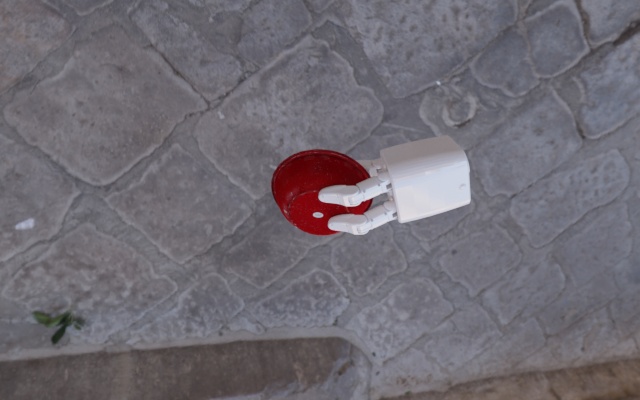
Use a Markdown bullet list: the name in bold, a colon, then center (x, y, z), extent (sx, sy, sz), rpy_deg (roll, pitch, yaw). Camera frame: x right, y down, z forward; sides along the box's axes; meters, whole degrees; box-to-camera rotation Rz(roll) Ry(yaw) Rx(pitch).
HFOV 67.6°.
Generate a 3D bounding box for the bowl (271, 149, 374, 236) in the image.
- **bowl**: center (-0.001, 0.003, 0.726), extent (0.162, 0.162, 0.055), rpy_deg (0, 42, 8)
